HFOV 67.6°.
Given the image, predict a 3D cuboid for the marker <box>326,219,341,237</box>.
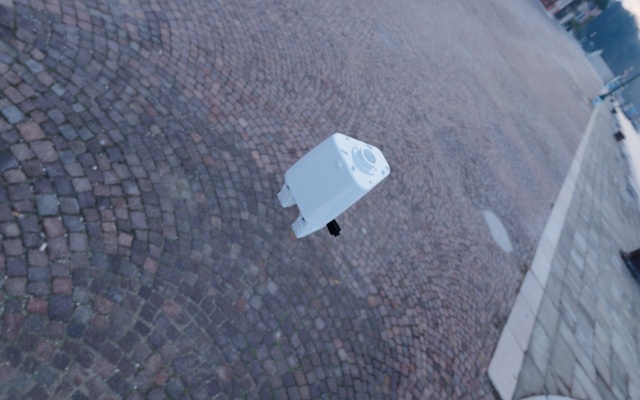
[{"bbox_3d":[0.000,0.003,0.755,0.020,0.121,0.020,-25,-14,-7],"label":"marker"}]
